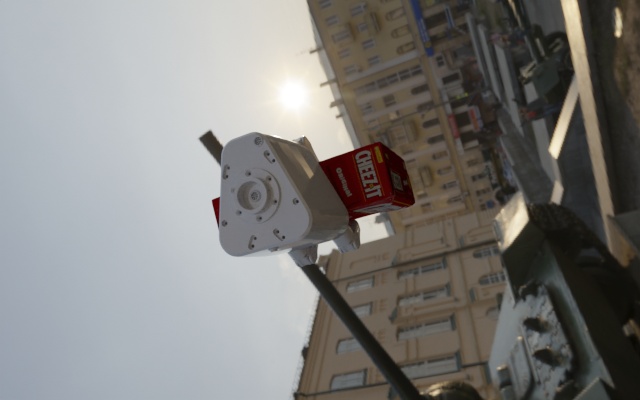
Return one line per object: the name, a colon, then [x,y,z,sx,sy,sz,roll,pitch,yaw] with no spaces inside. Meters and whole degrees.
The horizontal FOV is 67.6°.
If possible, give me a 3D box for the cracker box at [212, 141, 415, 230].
cracker box: [0.000,0.002,0.603,0.214,0.072,0.164,-17,-7,18]
